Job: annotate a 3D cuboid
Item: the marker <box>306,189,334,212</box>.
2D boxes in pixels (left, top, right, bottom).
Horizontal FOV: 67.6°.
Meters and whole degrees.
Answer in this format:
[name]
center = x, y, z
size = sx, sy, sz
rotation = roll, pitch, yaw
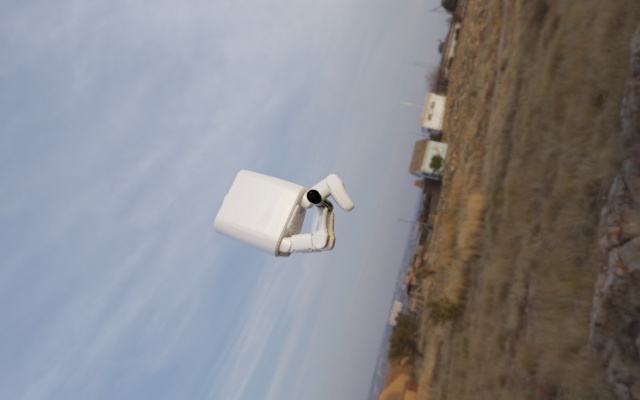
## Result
[marker]
center = 0.000, 0.002, 0.684
size = 0.020, 0.020, 0.121
rotation = 0, -8, 11
